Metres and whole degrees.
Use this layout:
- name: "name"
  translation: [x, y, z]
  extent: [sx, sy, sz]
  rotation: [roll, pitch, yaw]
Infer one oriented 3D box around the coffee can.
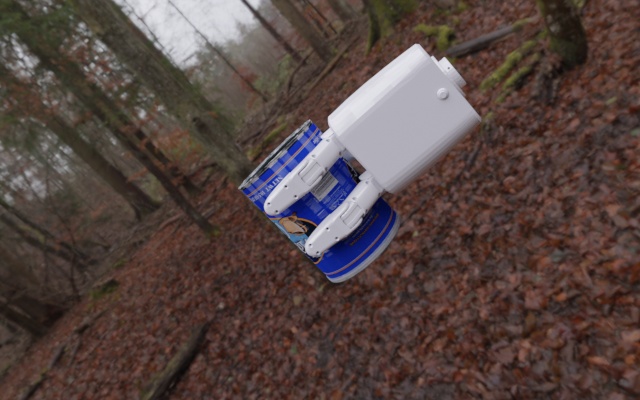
- name: "coffee can"
  translation: [0.000, 0.002, 0.502]
  extent: [0.103, 0.140, 0.102]
  rotation: [-42, 11, 10]
